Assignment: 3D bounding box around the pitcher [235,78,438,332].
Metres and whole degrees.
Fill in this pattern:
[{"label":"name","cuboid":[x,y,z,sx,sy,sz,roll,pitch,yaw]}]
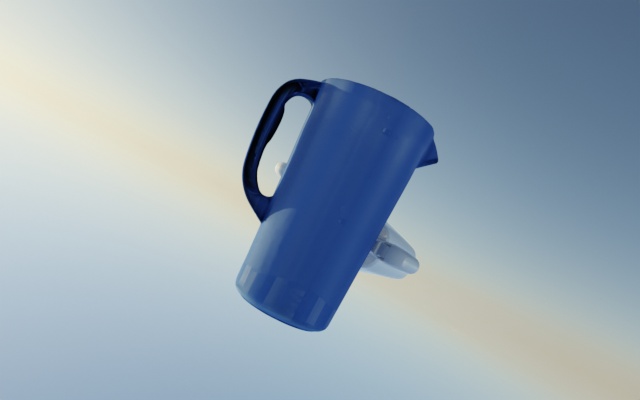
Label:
[{"label":"pitcher","cuboid":[0.000,0.002,0.501,0.149,0.243,0.145,25,-4,36]}]
